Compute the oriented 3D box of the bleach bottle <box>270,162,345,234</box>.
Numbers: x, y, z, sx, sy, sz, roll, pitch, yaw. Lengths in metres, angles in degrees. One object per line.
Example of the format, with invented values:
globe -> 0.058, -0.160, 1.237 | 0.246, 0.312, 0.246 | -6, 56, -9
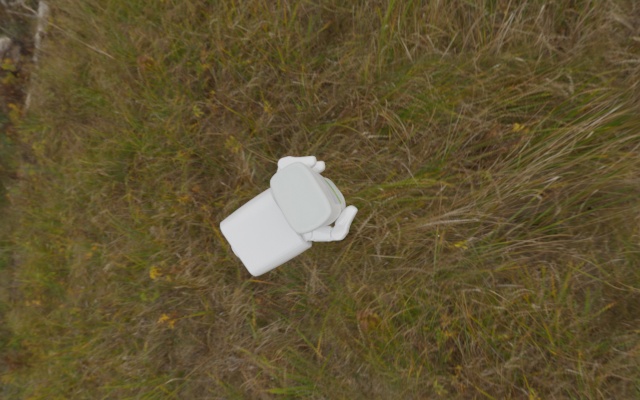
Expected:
bleach bottle -> 0.000, 0.002, 0.777 | 0.068, 0.102, 0.251 | -32, -11, 10
